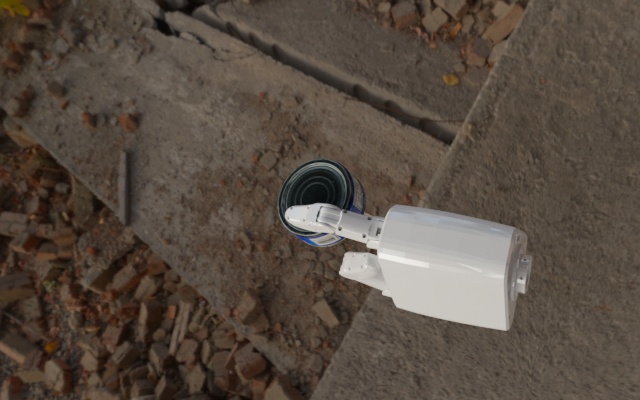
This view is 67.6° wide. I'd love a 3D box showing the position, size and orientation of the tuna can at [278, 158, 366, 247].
[{"bbox_3d":[0.000,0.001,0.482,0.086,0.086,0.034,0,-21,30],"label":"tuna can"}]
